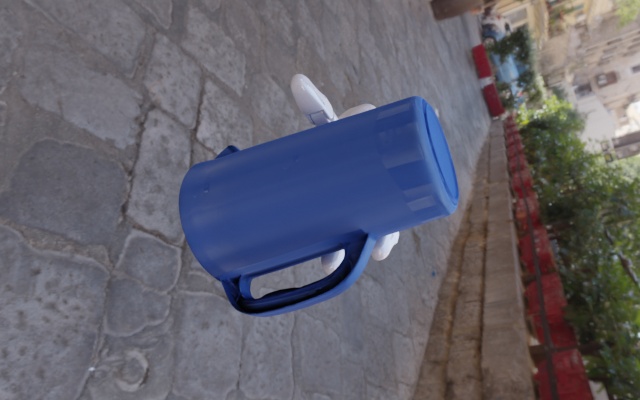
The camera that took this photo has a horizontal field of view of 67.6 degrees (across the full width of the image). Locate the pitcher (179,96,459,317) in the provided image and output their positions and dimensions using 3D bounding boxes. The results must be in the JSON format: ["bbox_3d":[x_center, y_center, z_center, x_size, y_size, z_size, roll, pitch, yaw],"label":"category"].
[{"bbox_3d":[0.000,0.001,0.453,0.243,0.149,0.145,-17,19,23],"label":"pitcher"}]
